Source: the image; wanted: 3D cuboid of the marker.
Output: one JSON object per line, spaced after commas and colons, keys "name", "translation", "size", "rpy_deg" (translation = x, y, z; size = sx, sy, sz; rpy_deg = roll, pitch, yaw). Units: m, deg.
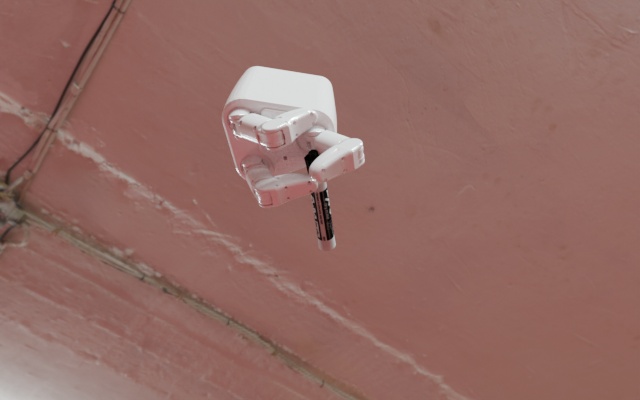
{"name": "marker", "translation": [0.000, 0.002, 0.493], "size": [0.020, 0.121, 0.020], "rpy_deg": [-6, 35, 4]}
